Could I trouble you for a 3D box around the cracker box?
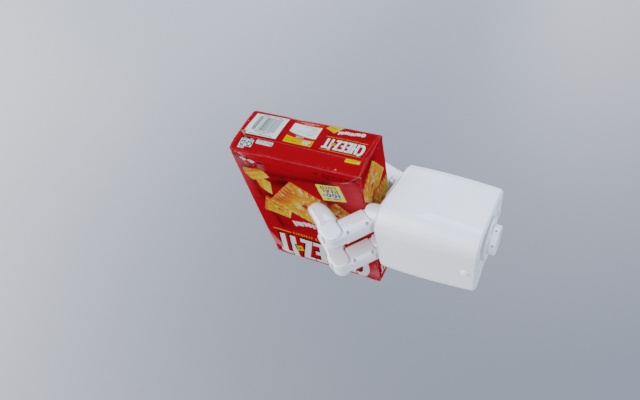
[{"bbox_3d":[0.000,0.002,0.587,0.164,0.072,0.214,15,-33,24],"label":"cracker box"}]
